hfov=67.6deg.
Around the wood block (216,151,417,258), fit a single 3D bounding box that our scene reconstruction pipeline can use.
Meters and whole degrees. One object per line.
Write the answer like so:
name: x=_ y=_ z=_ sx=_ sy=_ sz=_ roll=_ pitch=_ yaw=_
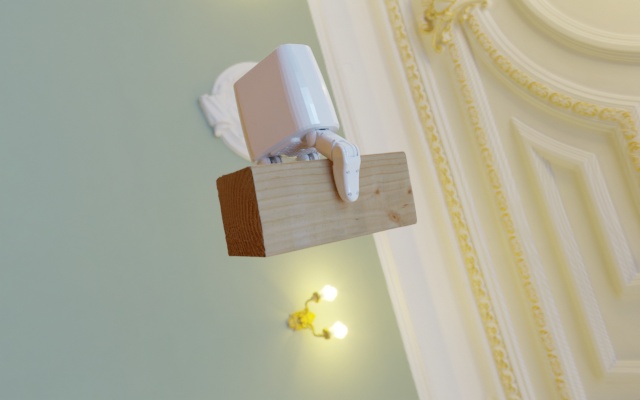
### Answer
wood block: x=0.000 y=0.001 z=0.544 sx=0.206 sy=0.090 sz=0.091 roll=-9 pitch=0 yaw=-34
